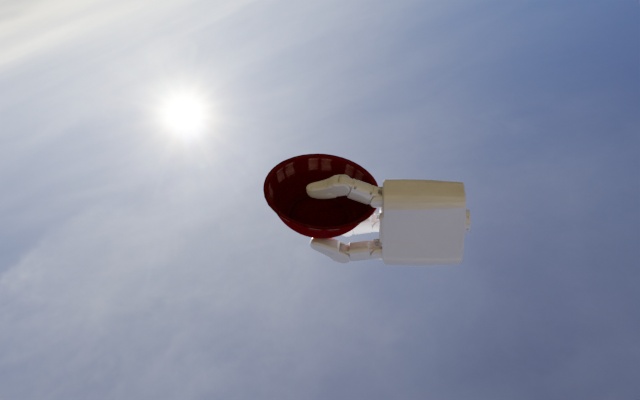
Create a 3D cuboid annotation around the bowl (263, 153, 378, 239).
[{"bbox_3d":[-0.001,0.002,0.673,0.162,0.055,0.162,4,42,-3],"label":"bowl"}]
